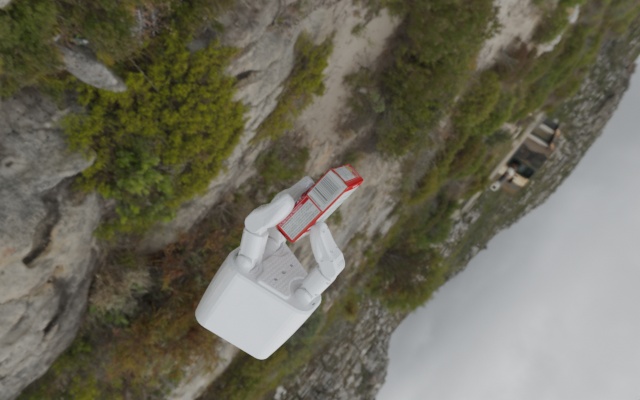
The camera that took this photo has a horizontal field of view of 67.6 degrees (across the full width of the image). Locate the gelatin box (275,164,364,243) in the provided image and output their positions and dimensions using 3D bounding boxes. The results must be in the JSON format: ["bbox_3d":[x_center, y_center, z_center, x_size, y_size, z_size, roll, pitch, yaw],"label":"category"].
[{"bbox_3d":[0.001,0.002,0.515,0.089,0.030,0.073,-45,-7,18],"label":"gelatin box"}]
